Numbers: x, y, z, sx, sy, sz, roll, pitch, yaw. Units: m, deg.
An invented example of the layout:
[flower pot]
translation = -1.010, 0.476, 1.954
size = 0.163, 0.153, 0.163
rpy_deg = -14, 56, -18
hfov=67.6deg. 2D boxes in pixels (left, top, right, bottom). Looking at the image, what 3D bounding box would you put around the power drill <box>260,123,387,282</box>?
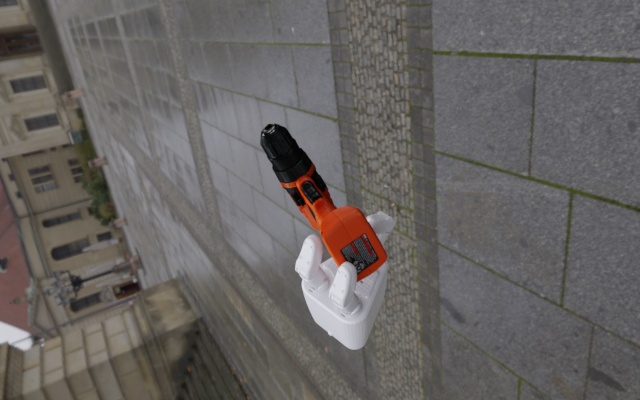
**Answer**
[power drill]
translation = 0.000, 0.002, 0.597
size = 0.057, 0.184, 0.187
rpy_deg = -35, 37, -2
